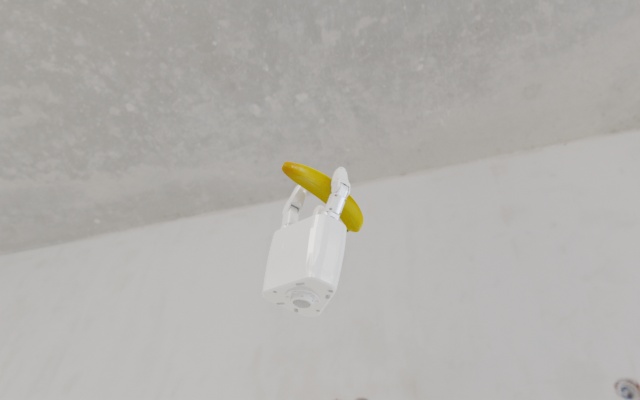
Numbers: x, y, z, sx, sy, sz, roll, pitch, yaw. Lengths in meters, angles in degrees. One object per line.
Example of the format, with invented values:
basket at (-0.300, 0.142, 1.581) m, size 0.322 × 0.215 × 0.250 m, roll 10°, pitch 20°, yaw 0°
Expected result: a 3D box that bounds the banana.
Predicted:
banana at (0.017, 0.001, 0.762) m, size 0.069 × 0.037 × 0.198 m, roll -12°, pitch -42°, yaw 33°
